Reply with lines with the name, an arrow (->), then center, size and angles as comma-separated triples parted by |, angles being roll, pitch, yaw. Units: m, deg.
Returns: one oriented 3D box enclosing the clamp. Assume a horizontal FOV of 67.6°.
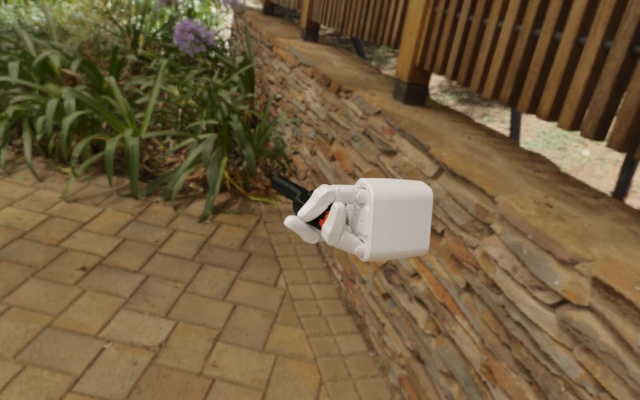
clamp -> 0.000, 0.002, 0.737 | 0.120, 0.039, 0.171 | -1, 25, -23
